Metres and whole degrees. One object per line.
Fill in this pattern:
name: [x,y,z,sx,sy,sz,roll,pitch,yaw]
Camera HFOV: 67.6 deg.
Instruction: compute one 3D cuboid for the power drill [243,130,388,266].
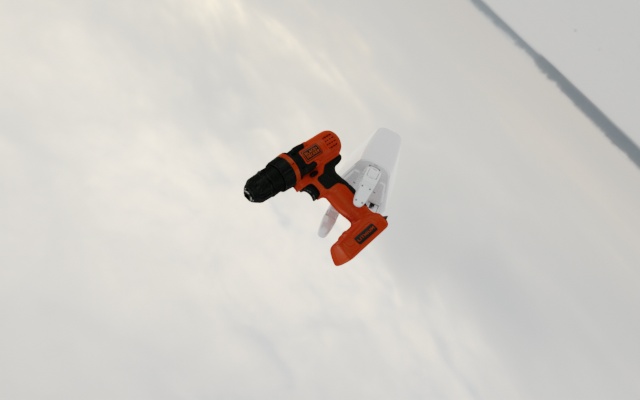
power drill: [0.001,0.003,0.716,0.184,0.187,0.057,-36,1,-30]
